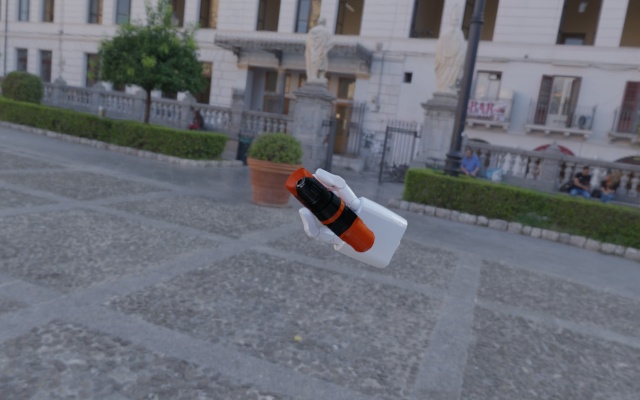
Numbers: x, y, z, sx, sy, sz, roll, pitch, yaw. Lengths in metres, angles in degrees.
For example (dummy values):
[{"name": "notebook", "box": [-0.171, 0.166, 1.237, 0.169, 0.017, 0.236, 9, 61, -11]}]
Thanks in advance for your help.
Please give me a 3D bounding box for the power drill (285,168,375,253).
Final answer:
[{"name": "power drill", "box": [0.000, 0.003, 0.858, 0.184, 0.057, 0.187, 45, 0, -30]}]
